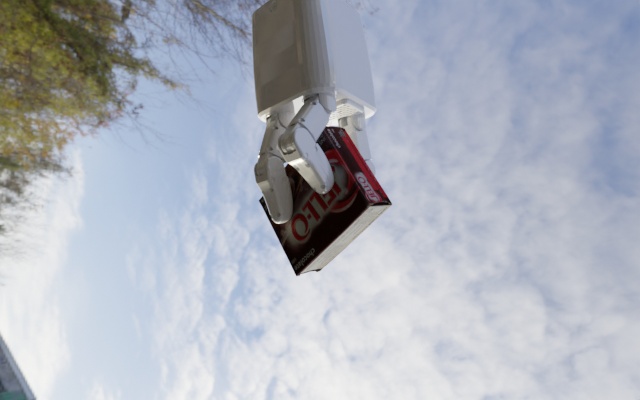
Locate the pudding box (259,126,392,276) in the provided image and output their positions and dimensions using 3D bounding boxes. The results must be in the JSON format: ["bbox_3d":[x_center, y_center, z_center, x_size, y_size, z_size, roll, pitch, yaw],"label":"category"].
[{"bbox_3d":[0.000,0.001,0.438,0.039,0.090,0.113,-2,-36,-43],"label":"pudding box"}]
